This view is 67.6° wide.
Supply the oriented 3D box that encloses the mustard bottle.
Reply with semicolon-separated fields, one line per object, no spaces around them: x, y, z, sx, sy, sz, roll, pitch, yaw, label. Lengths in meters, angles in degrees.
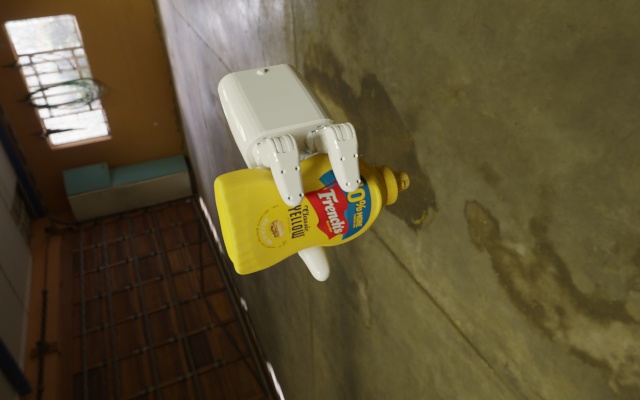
0.000;0.002;0.465;0.191;0.096;0.058;-15;29;-18;mustard bottle
